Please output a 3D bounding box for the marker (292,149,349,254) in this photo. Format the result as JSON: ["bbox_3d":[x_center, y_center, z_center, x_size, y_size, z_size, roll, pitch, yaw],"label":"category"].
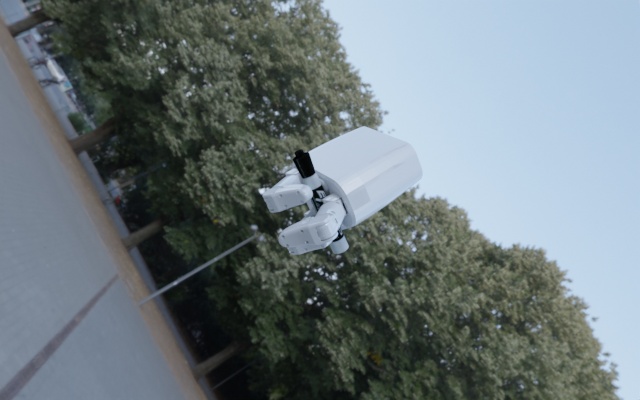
[{"bbox_3d":[0.000,0.002,0.509,0.020,0.121,0.020,-21,18,7],"label":"marker"}]
